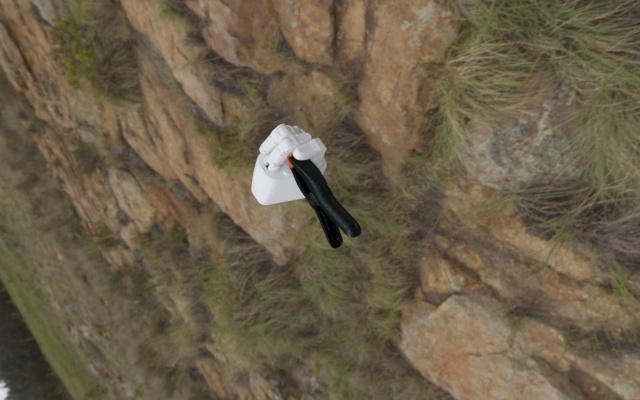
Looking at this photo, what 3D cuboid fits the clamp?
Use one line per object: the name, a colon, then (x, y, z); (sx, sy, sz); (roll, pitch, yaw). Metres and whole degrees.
clamp: (0.000, 0.003, 0.764); (0.039, 0.171, 0.120); (-26, -16, -24)
